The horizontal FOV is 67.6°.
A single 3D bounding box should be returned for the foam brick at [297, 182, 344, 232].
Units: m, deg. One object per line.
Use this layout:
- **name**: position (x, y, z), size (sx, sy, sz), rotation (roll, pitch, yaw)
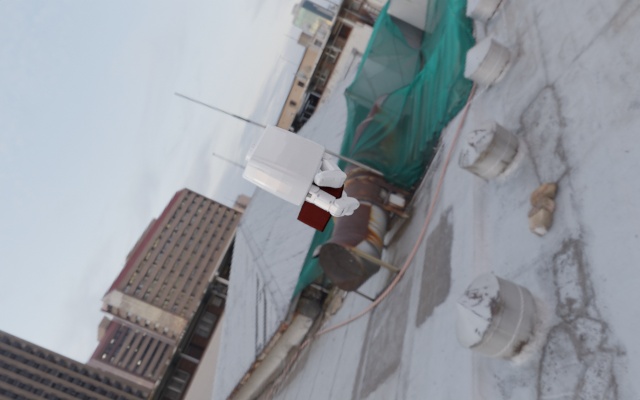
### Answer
- **foam brick**: position (0.000, 0.003, 0.818), size (0.051, 0.078, 0.053), rotation (24, 31, -5)
